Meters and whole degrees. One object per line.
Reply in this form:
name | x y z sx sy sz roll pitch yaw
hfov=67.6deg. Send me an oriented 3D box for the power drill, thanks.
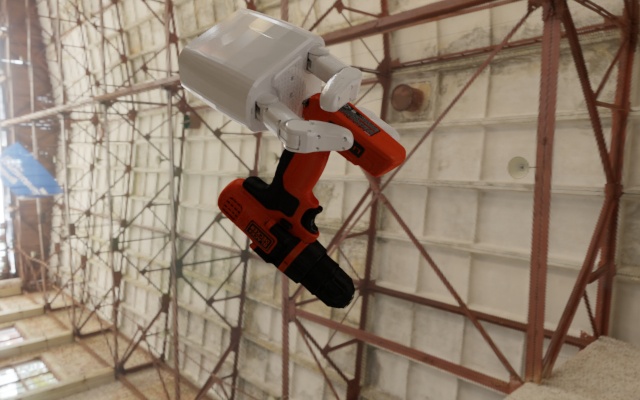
power drill | 0.000 0.001 0.485 0.184 0.188 0.057 41 27 5
